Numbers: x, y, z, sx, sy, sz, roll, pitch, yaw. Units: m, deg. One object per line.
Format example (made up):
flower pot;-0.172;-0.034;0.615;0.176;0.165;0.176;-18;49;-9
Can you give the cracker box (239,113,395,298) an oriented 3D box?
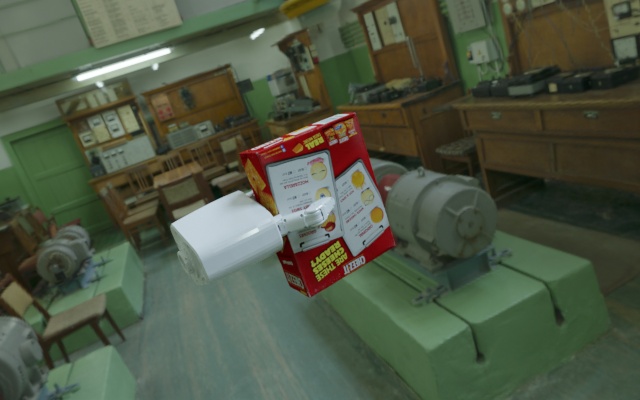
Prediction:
cracker box;0.000;0.002;0.685;0.164;0.214;0.072;-27;18;-26
